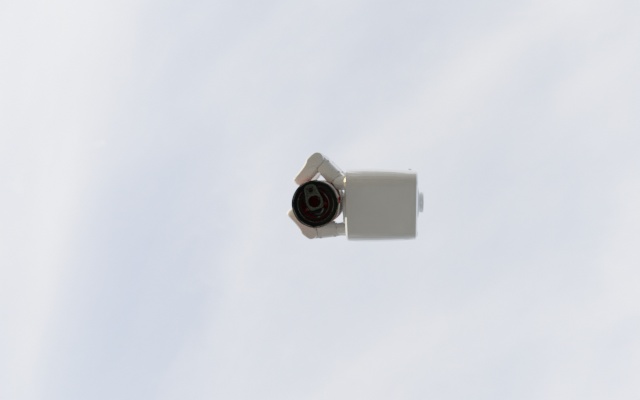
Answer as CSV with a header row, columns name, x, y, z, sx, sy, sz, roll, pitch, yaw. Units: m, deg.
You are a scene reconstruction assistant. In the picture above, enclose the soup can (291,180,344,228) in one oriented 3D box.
name,x,y,z,sx,sy,sz,roll,pitch,yaw
soup can,0.000,0.002,0.720,0.068,0.068,0.102,0,3,9
